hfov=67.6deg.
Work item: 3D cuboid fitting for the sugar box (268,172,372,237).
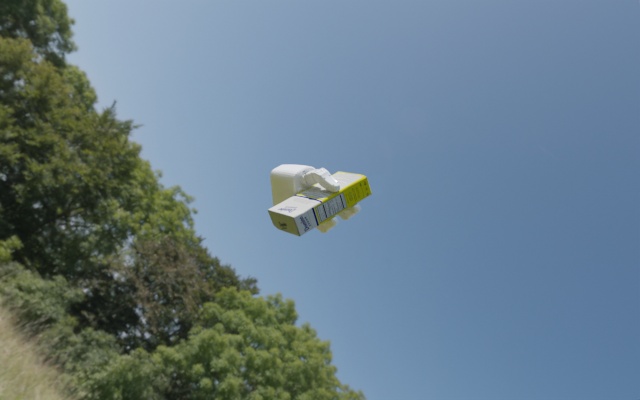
[{"bbox_3d":[0.000,0.003,0.890,0.176,0.048,0.093,-31,24,-27],"label":"sugar box"}]
